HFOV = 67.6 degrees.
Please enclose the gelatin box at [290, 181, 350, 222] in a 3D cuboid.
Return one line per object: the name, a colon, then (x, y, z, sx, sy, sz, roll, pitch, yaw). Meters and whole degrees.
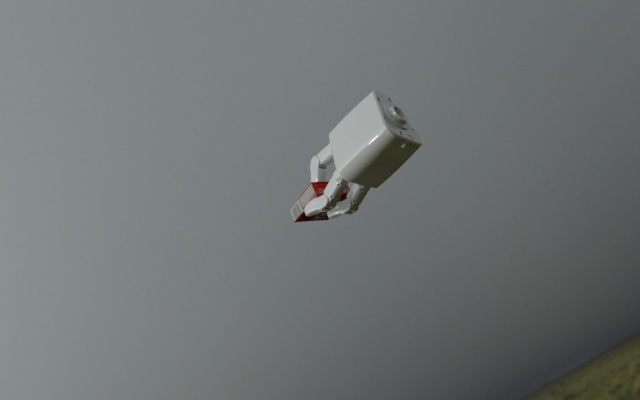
gelatin box: (0.000, 0.002, 0.818, 0.073, 0.030, 0.089, -2, -32, -35)
